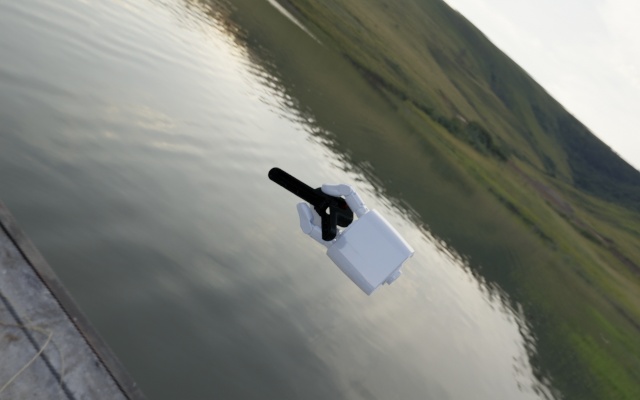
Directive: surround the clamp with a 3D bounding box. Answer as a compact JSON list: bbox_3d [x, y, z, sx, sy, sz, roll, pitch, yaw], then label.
[{"bbox_3d":[0.001,0.002,0.861,0.164,0.036,0.210,47,17,15],"label":"clamp"}]
